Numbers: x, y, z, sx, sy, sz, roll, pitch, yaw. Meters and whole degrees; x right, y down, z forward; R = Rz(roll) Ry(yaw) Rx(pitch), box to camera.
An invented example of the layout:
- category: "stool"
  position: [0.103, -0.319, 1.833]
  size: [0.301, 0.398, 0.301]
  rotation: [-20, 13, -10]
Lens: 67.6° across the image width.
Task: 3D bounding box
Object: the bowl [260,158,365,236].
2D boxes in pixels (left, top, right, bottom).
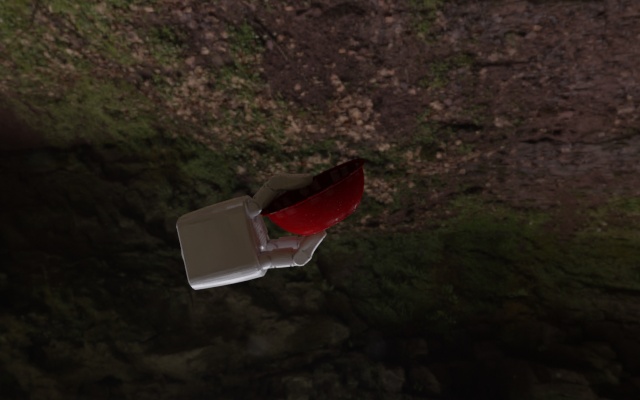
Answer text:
- category: "bowl"
  position: [0.001, 0.002, 0.657]
  size: [0.162, 0.055, 0.162]
  rotation: [-27, 10, 5]
